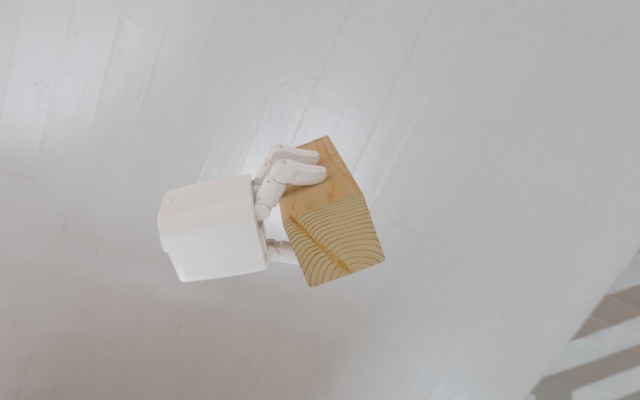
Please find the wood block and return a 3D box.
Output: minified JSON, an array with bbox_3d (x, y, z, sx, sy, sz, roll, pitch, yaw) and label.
[{"bbox_3d":[0.000,0.002,0.589,0.090,0.091,0.206,-20,26,0],"label":"wood block"}]
